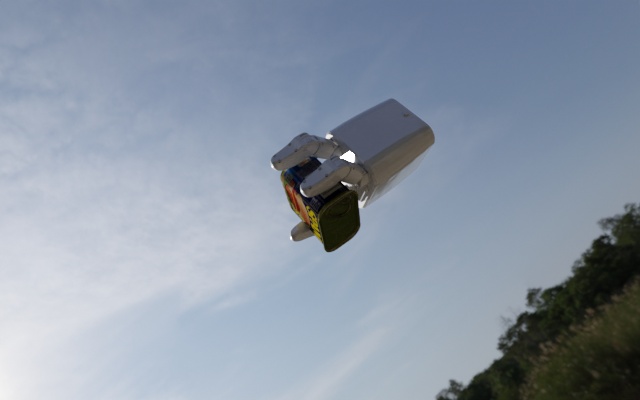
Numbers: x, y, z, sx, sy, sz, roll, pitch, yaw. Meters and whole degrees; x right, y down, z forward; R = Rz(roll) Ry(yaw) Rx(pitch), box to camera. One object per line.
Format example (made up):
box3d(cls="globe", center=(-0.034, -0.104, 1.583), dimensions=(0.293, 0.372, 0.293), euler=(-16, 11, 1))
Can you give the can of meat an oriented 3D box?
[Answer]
box3d(cls="can of meat", center=(0.000, 0.002, 0.589), dimensions=(0.057, 0.084, 0.102), euler=(-35, -31, -15))
